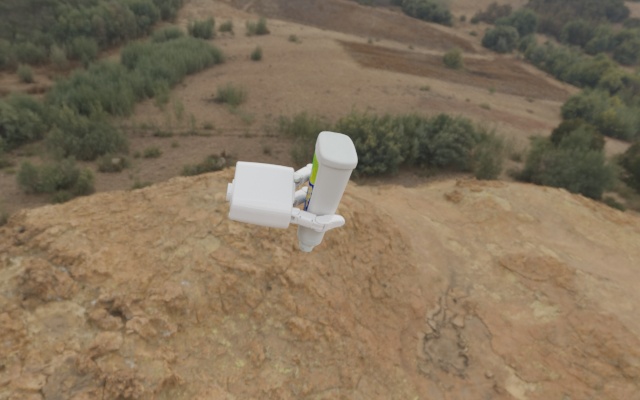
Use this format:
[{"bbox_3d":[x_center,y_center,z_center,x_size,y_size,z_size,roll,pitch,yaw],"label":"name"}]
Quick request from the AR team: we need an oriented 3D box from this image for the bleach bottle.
[{"bbox_3d":[0.000,0.003,0.890,0.068,0.251,0.102,8,37,-12],"label":"bleach bottle"}]
